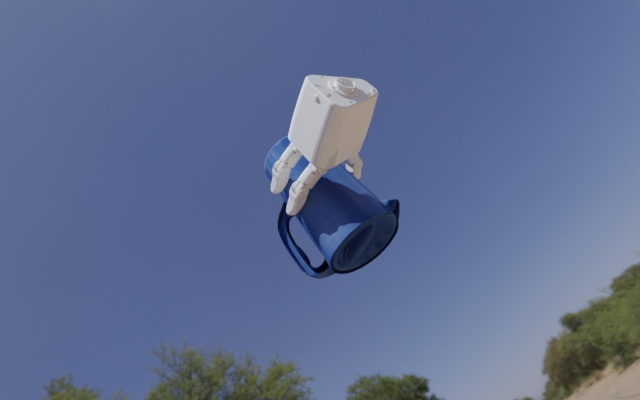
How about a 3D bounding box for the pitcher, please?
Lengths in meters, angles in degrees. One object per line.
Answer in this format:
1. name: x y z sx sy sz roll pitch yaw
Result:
1. pitcher: 0.000 0.002 0.802 0.149 0.145 0.242 -17 51 -34
